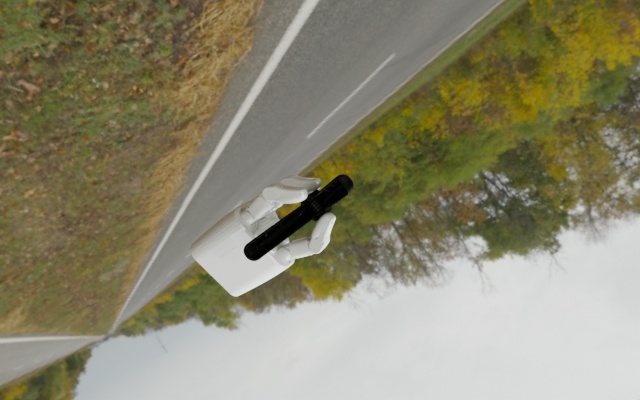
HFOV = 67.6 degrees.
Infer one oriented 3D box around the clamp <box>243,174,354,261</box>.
[{"bbox_3d":[0.001,0.003,0.647,0.164,0.036,0.210,-35,0,25],"label":"clamp"}]
